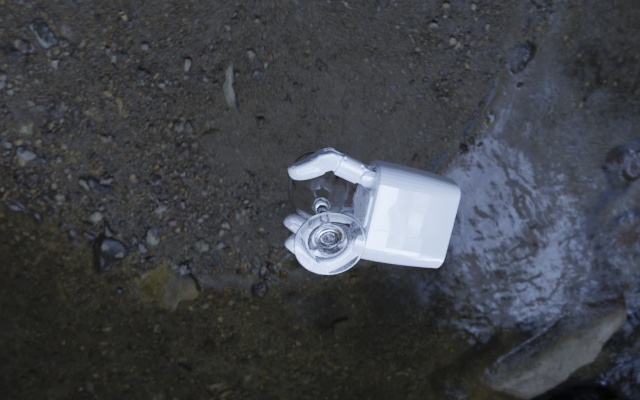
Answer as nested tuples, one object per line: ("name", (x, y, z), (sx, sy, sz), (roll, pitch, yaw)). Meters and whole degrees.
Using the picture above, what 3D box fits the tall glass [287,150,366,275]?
("tall glass", (0.000, 0.002, 0.572), (0.079, 0.079, 0.201), (0, 26, -7))
